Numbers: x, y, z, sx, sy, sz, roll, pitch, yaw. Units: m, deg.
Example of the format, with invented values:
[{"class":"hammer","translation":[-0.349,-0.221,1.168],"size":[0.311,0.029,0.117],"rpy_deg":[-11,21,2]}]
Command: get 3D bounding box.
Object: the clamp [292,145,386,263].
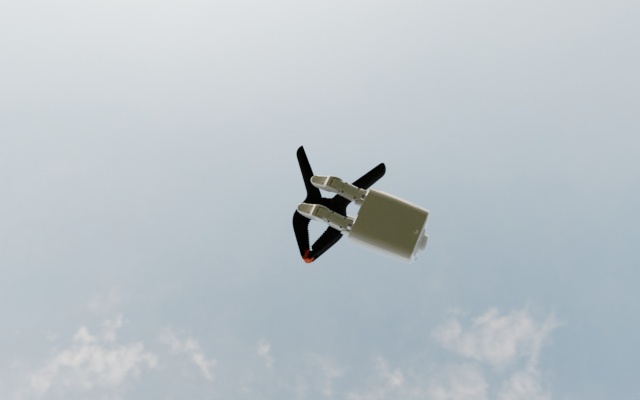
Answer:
[{"class":"clamp","translation":[0.000,0.004,0.820],"size":[0.164,0.210,0.036],"rpy_deg":[20,-17,18]}]
